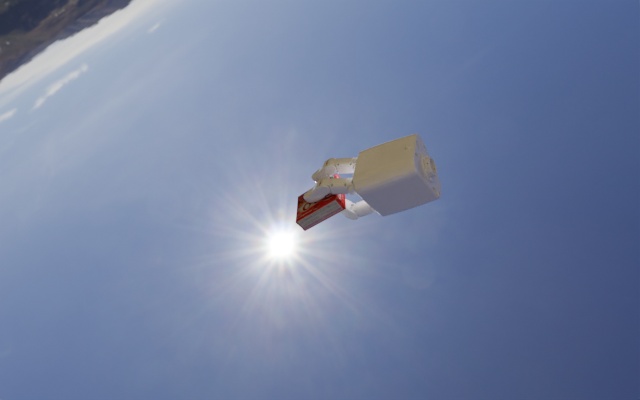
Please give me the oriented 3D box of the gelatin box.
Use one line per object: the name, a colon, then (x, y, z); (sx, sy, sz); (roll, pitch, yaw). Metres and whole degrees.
gelatin box: (0.000, 0.003, 0.828); (0.089, 0.030, 0.073); (-30, 31, 22)
